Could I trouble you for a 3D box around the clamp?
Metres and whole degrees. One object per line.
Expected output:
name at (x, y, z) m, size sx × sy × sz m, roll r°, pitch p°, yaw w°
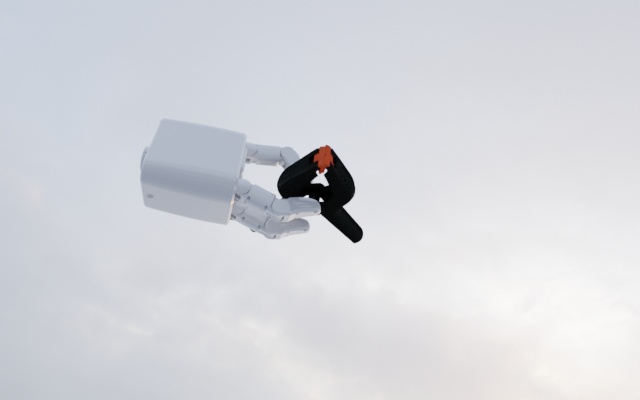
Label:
clamp at (0.000, 0.001, 0.609) m, size 0.164 × 0.036 × 0.210 m, roll 9°, pitch -29°, yaw -11°
